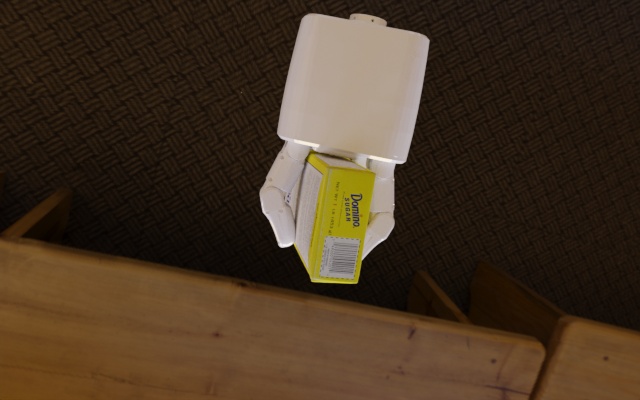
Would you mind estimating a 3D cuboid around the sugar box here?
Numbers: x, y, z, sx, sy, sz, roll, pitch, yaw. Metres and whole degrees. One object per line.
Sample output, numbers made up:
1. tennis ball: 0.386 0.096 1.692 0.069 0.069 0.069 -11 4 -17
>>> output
1. sugar box: 0.001 0.001 0.447 0.048 0.093 0.176 7 12 -11
